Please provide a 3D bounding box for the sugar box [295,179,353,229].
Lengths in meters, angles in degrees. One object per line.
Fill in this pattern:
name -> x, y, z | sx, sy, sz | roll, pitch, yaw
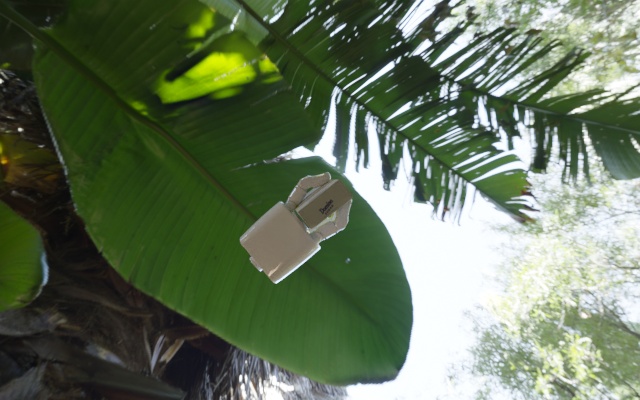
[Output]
sugar box -> 0.000, 0.003, 0.884 | 0.093, 0.048, 0.176 | -38, 8, -2
